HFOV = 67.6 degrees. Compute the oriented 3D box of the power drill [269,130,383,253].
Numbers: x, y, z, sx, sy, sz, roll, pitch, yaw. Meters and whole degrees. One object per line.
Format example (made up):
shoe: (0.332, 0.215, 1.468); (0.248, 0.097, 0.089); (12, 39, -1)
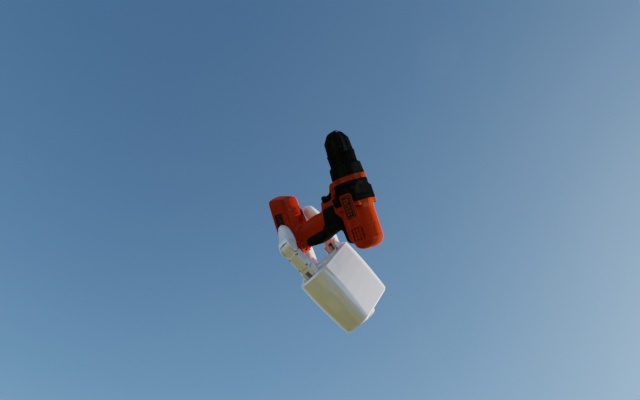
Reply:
power drill: (0.000, 0.003, 0.762); (0.188, 0.184, 0.057); (-23, -9, 42)
